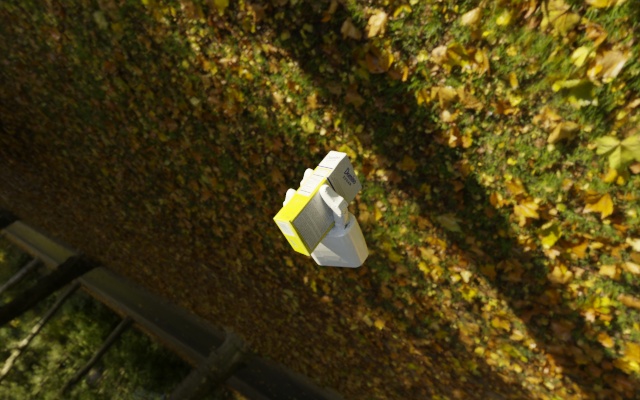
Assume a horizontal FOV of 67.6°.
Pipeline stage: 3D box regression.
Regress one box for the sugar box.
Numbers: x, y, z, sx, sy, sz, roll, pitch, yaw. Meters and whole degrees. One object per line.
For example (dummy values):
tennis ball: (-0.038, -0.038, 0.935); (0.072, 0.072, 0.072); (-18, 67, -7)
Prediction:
sugar box: (0.000, 0.003, 0.867); (0.048, 0.176, 0.093); (13, -36, 39)
